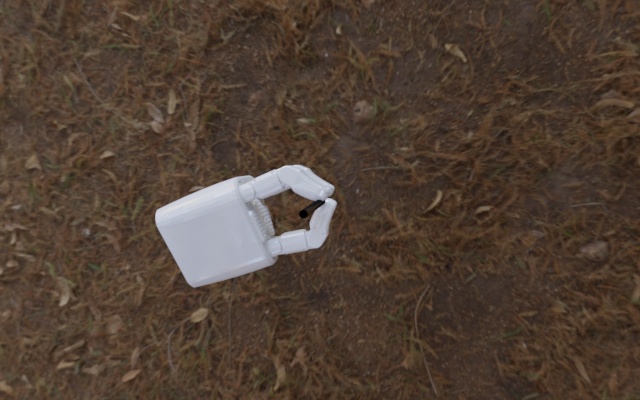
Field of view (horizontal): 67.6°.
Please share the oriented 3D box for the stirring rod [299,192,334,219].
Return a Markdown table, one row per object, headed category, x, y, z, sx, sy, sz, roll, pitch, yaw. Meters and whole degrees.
| category | x | y | z | sx | sy | sz | roll | pitch | yaw |
| --- | --- | --- | --- | --- | --- | --- | --- | --- | --- |
| stirring rod | 0.000 | 0.002 | 0.536 | 0.011 | 0.011 | 0.239 | 0 | 5 | 7 |
